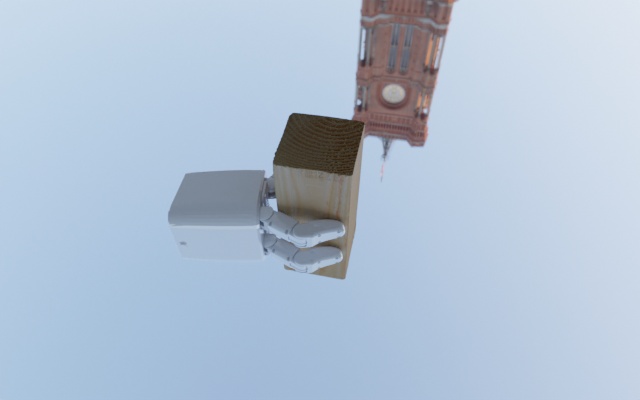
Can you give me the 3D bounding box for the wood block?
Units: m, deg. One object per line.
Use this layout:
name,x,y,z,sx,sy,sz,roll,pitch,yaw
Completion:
wood block,0.000,0.002,0.603,0.090,0.090,0.206,9,-39,7
